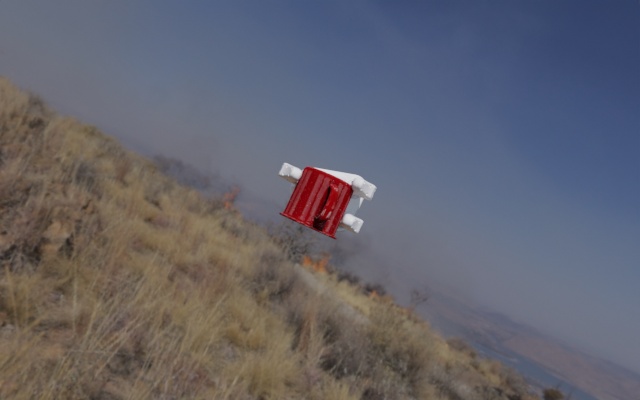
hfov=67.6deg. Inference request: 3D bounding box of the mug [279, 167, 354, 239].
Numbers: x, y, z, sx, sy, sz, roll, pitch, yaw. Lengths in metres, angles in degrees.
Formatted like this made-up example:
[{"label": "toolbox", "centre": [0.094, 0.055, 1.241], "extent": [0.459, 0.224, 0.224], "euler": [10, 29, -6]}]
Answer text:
[{"label": "mug", "centre": [0.000, 0.002, 0.692], "extent": [0.093, 0.081, 0.117], "euler": [25, -3, -11]}]
